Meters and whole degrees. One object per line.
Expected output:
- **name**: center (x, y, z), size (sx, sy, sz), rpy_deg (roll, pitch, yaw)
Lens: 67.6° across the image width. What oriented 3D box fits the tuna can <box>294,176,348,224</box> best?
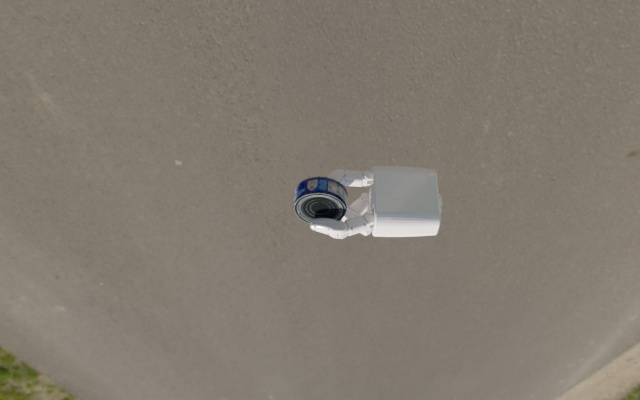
- **tuna can**: center (0.000, 0.003, 0.764), size (0.086, 0.033, 0.086), rpy_deg (3, -39, 2)
